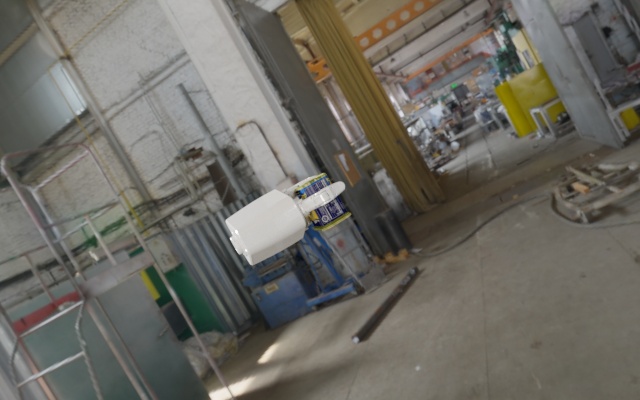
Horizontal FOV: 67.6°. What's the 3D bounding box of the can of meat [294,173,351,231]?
[{"bbox_3d":[0.000,0.002,0.826,0.057,0.084,0.102,-30,3,-11],"label":"can of meat"}]
